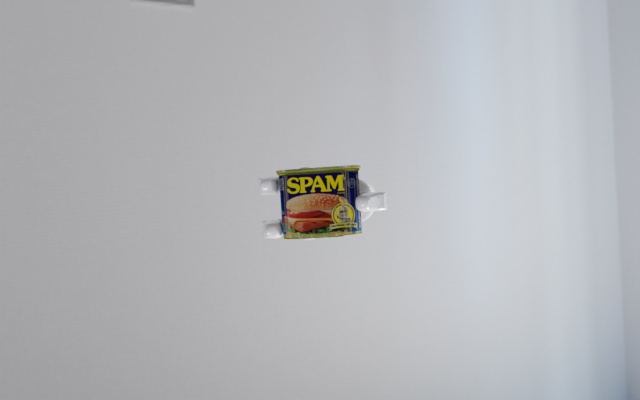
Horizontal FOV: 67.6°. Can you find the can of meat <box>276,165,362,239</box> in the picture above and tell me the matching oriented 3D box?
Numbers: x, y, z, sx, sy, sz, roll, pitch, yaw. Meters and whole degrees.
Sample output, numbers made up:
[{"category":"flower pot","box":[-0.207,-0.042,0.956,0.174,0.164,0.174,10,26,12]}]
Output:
[{"category":"can of meat","box":[0.000,0.002,0.584,0.102,0.084,0.057,-3,2,9]}]
